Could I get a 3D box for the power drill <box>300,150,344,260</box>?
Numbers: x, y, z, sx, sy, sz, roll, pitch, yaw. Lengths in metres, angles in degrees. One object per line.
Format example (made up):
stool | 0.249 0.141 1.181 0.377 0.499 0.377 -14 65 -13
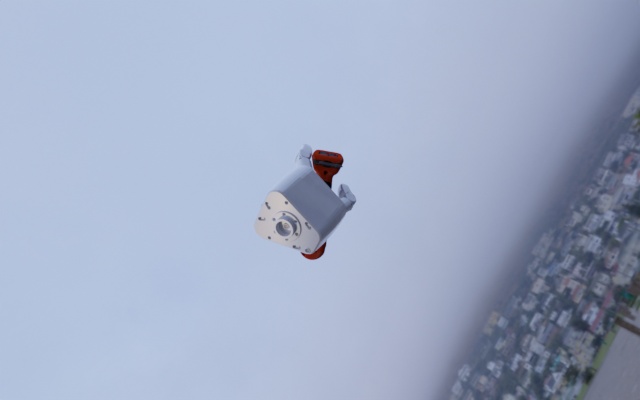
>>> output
power drill | 0.000 0.003 0.888 0.057 0.188 0.184 8 10 -2
